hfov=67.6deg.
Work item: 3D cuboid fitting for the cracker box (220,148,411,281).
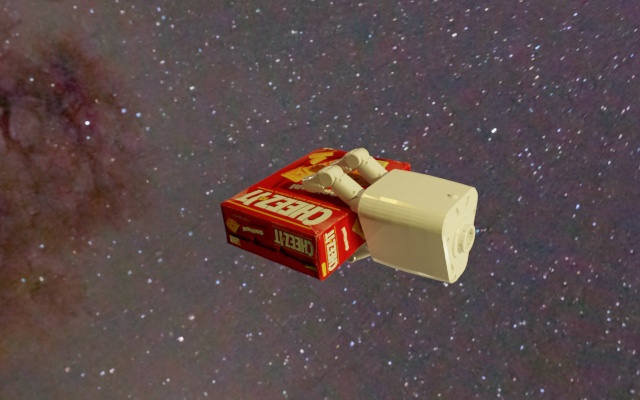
[{"bbox_3d":[0.000,0.002,0.646,0.164,0.072,0.213,15,34,35],"label":"cracker box"}]
